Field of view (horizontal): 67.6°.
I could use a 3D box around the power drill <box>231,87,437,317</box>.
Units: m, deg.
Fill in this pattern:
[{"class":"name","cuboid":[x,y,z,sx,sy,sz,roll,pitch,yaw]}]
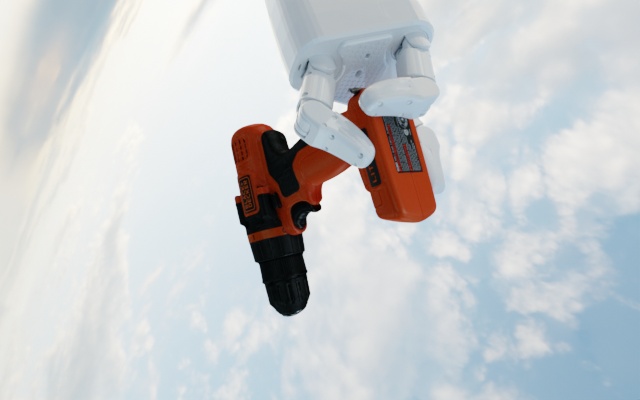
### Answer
[{"class":"power drill","cuboid":[0.000,0.001,0.406,0.188,0.184,0.057,-19,-6,41]}]
